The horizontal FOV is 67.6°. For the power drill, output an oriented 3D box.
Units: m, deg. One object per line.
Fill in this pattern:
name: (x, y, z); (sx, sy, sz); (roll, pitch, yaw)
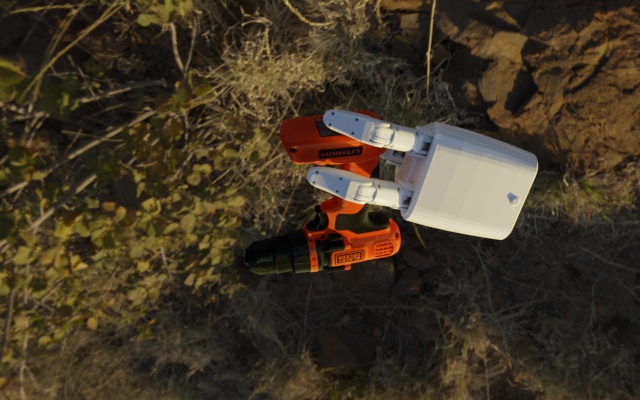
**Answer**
power drill: (0.000, 0.001, 0.514); (0.184, 0.188, 0.057); (-9, 41, -9)
